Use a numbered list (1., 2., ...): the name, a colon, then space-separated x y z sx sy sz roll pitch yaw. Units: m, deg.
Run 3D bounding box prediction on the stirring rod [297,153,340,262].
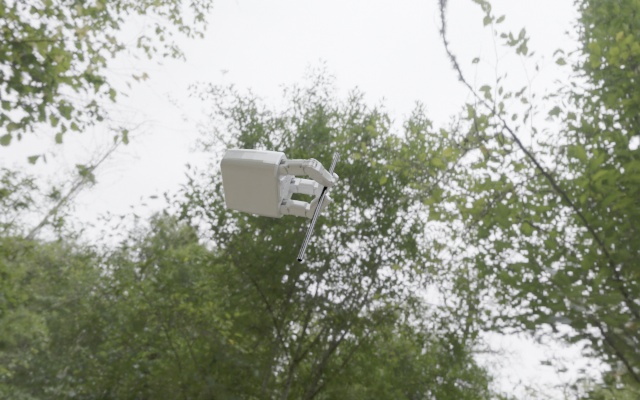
1. stirring rod: 0.000 0.003 0.792 0.011 0.239 0.011 11 -41 10
